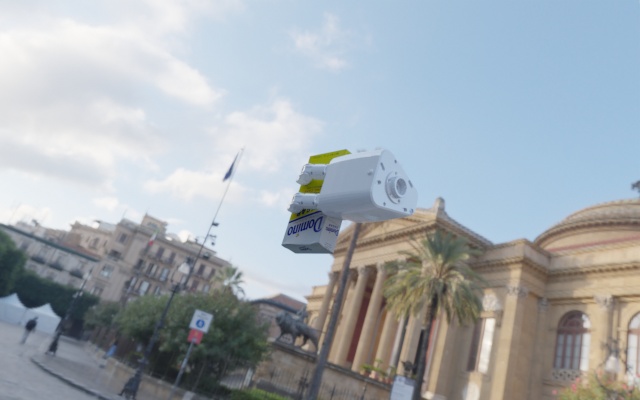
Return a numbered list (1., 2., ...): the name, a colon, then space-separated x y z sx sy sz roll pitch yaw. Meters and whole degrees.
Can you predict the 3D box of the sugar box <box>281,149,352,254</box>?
1. sugar box: 0.000 0.002 0.810 0.093 0.176 0.048 -7 -34 45
